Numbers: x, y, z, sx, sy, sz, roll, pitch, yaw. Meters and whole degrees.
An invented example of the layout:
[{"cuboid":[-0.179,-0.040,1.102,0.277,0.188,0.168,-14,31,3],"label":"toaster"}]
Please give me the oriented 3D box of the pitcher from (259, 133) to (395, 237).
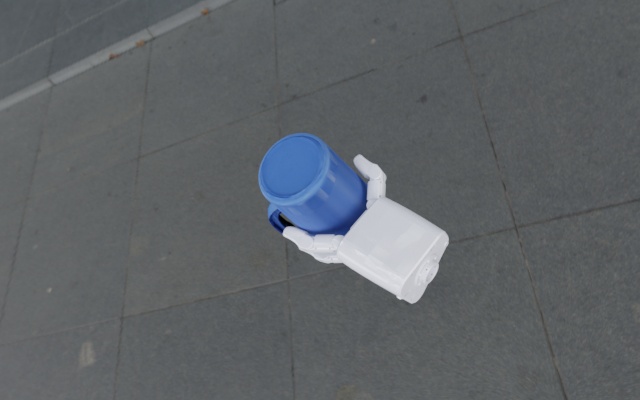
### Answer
[{"cuboid":[0.000,0.002,0.730,0.145,0.149,0.243,31,-6,33],"label":"pitcher"}]
